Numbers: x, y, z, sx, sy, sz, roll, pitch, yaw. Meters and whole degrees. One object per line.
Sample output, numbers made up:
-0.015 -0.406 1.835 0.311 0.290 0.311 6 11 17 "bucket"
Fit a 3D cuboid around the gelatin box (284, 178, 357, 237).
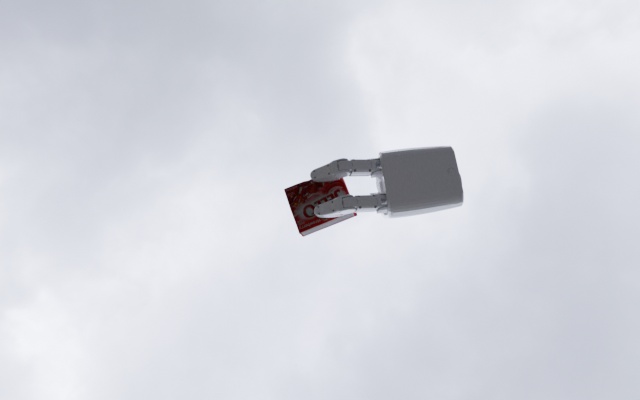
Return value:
0.000 0.003 0.699 0.089 0.073 0.030 -22 -20 3 "gelatin box"
